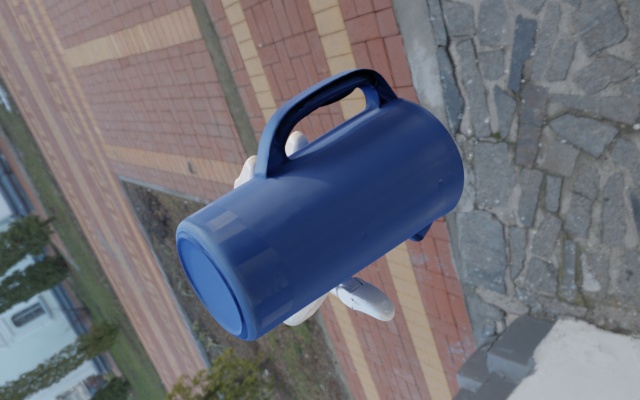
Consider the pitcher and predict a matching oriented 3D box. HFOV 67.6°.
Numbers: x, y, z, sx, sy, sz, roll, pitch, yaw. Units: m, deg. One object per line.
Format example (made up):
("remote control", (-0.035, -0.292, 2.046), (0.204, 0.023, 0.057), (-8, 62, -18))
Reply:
("pitcher", (0.000, 0.002, 0.420), (0.242, 0.149, 0.145), (-31, -20, -31))
